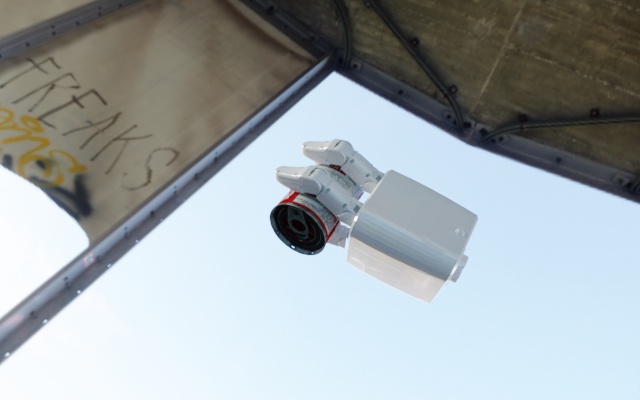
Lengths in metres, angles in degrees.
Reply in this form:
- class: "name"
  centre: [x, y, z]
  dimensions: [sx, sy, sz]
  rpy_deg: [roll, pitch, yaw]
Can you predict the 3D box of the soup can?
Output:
- class: "soup can"
  centre: [0.000, 0.001, 0.526]
  dimensions: [0.068, 0.068, 0.102]
  rpy_deg: [0, 36, 37]
